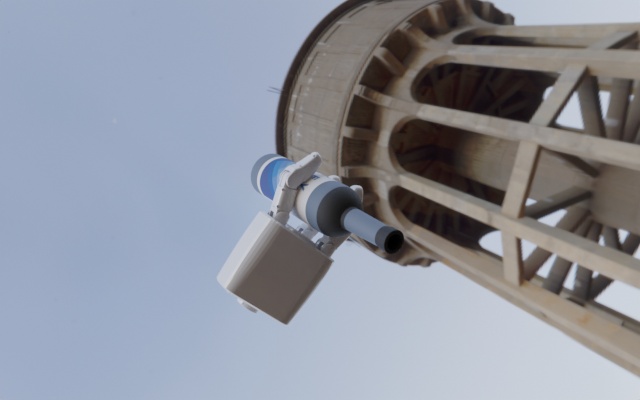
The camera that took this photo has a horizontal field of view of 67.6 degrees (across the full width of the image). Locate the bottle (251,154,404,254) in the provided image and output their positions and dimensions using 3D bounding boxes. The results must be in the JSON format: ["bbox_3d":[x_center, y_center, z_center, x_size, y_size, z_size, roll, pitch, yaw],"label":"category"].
[{"bbox_3d":[0.000,0.002,0.615,0.069,0.069,0.295,0,16,-33],"label":"bottle"}]
